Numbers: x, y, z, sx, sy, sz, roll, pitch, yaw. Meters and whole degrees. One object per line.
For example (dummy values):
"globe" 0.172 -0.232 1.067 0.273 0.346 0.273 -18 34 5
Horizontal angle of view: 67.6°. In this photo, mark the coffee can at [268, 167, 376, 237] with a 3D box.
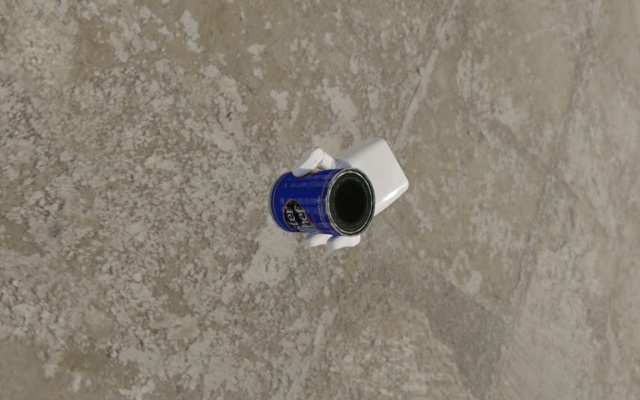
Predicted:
"coffee can" 0.000 0.002 0.745 0.103 0.103 0.140 0 0 -41
